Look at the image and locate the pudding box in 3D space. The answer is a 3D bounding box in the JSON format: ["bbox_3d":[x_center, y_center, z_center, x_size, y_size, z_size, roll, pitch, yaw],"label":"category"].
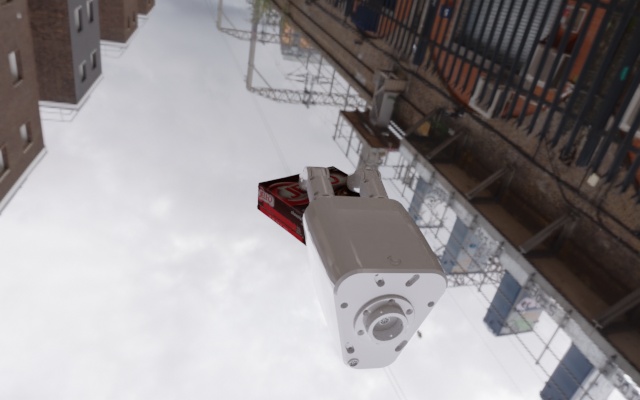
[{"bbox_3d":[0.000,0.002,0.527,0.113,0.039,0.090,-14,35,-40],"label":"pudding box"}]
